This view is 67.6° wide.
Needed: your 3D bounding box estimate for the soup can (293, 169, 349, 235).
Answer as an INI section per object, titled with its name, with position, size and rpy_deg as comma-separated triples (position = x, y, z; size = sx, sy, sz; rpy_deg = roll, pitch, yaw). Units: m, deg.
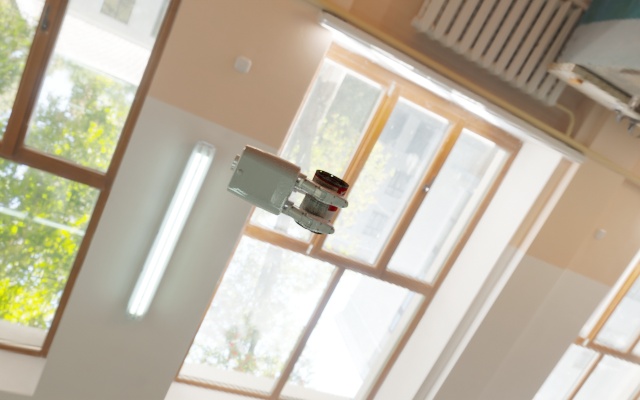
[soup can]
position = 0.000, 0.003, 0.878
size = 0.068, 0.102, 0.068
rpy_deg = 25, 14, -6
